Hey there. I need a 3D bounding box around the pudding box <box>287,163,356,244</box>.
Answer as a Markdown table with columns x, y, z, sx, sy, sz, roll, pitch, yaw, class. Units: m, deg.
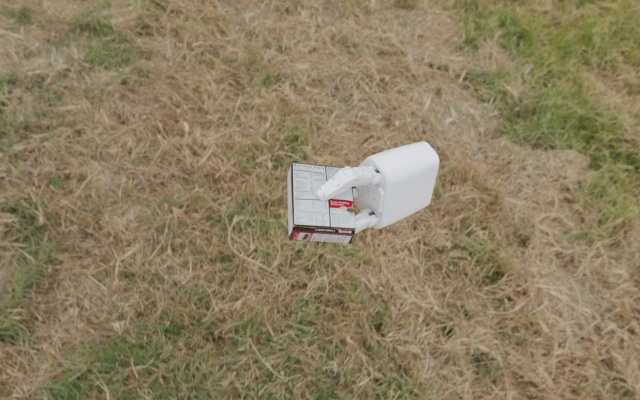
| x | y | z | sx | sy | sz | roll | pitch | yaw | class |
| --- | --- | --- | --- | --- | --- | --- | --- | --- | --- |
| 0.000 | 0.002 | 0.669 | 0.090 | 0.113 | 0.039 | 4 | -38 | -10 | pudding box |
